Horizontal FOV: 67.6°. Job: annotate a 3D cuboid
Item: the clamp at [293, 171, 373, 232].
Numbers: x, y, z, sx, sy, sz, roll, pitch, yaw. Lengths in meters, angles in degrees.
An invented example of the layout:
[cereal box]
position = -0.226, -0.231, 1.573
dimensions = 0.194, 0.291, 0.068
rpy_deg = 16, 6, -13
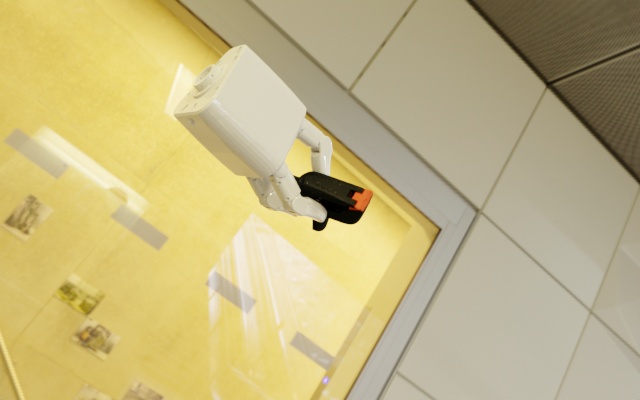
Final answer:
[clamp]
position = 0.001, 0.001, 0.633
dimensions = 0.165, 0.036, 0.210
rpy_deg = 41, -20, -34
